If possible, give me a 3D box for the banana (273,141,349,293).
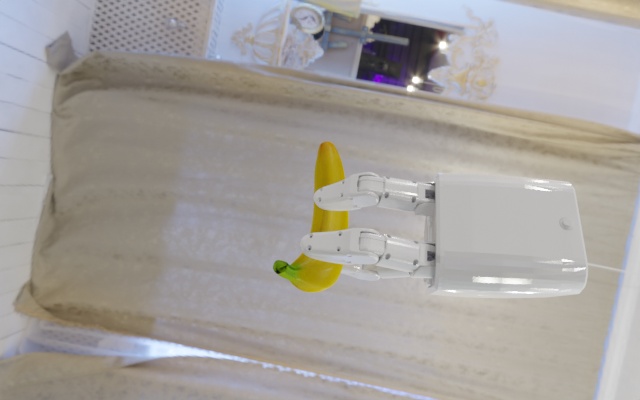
[{"bbox_3d":[0.004,0.019,0.439,0.037,0.070,0.197,-7,33,15],"label":"banana"}]
